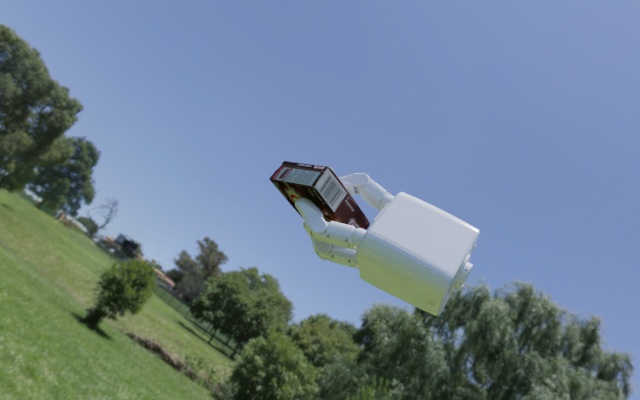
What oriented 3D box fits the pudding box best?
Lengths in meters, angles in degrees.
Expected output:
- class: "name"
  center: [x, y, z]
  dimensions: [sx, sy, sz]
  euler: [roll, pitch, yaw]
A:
- class: "pudding box"
  center: [0.000, 0.002, 0.613]
  dimensions: [0.090, 0.039, 0.113]
  euler: [11, -35, 47]
